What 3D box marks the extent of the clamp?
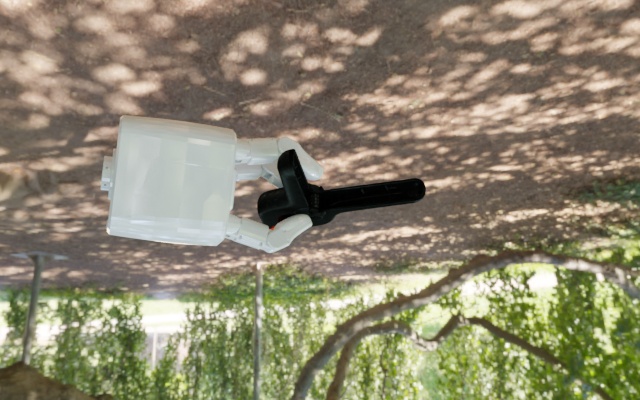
[{"bbox_3d":[0.000,0.003,0.529,0.164,0.036,0.210,9,-20,-23],"label":"clamp"}]
